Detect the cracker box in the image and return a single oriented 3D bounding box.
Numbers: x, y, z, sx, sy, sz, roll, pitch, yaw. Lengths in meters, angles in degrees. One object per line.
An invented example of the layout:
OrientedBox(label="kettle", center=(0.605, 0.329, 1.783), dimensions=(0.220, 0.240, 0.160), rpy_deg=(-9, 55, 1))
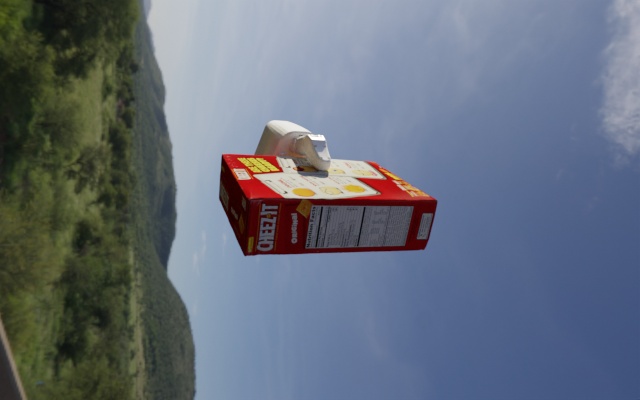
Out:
OrientedBox(label="cracker box", center=(0.000, 0.002, 0.564), dimensions=(0.214, 0.072, 0.164), rpy_deg=(0, 20, -21))
